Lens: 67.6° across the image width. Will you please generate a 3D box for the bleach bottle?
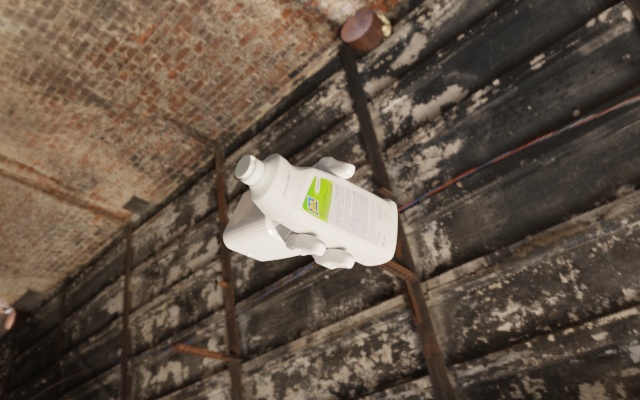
[{"bbox_3d":[0.000,0.002,0.613,0.068,0.102,0.251,-19,-36,40],"label":"bleach bottle"}]
